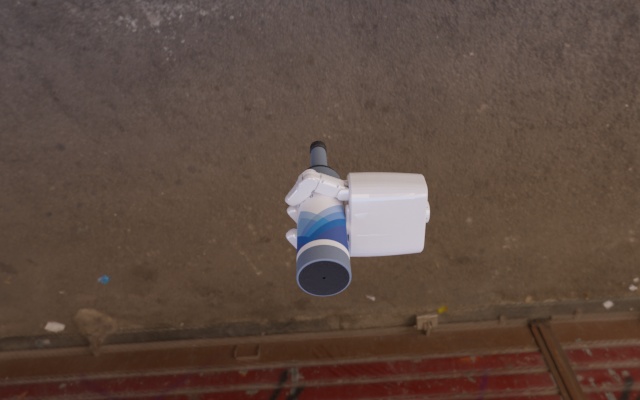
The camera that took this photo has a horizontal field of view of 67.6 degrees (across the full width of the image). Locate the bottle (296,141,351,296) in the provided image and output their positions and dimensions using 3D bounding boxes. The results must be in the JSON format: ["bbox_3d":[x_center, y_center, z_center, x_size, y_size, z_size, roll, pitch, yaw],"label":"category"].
[{"bbox_3d":[0.000,0.002,0.688,0.069,0.069,0.295,0,39,-2],"label":"bottle"}]
